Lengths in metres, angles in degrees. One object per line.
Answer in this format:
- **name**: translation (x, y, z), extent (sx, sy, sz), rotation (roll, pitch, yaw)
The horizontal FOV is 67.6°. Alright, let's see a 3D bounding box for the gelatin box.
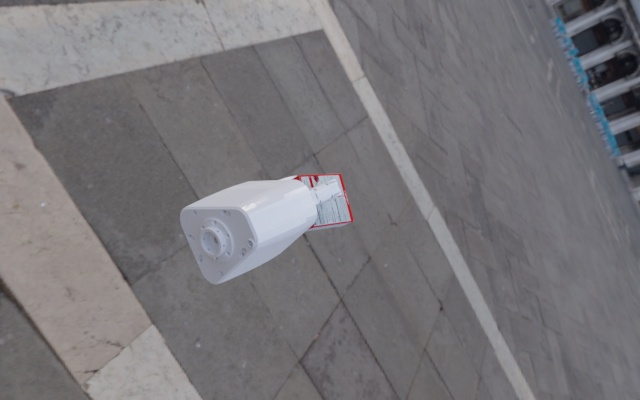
- **gelatin box**: translation (0.001, 0.002, 0.659), extent (0.089, 0.073, 0.030), rotation (-6, -13, -47)
